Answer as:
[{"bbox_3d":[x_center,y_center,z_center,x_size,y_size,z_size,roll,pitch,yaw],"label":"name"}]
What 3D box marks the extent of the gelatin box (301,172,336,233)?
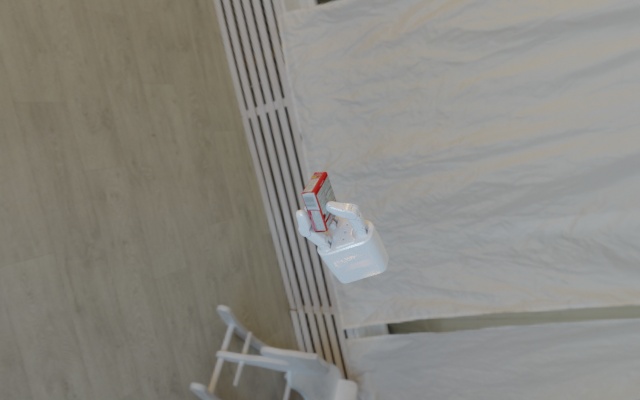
[{"bbox_3d":[0.000,0.003,0.885,0.030,0.089,0.073,-3,33,24],"label":"gelatin box"}]
